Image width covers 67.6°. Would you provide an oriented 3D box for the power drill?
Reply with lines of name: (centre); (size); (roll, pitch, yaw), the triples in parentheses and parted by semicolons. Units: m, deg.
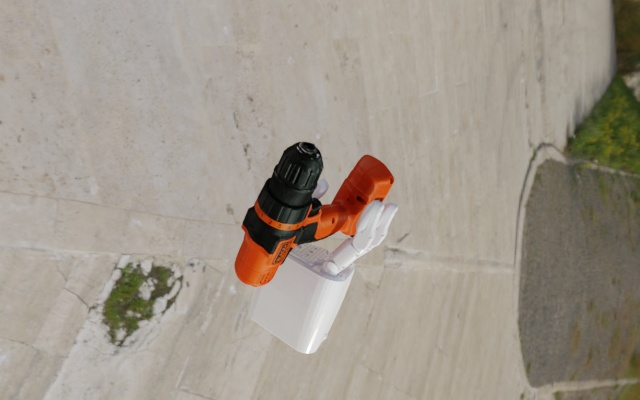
power drill: (0.000, 0.002, 0.528); (0.187, 0.184, 0.057); (-18, 57, -45)
